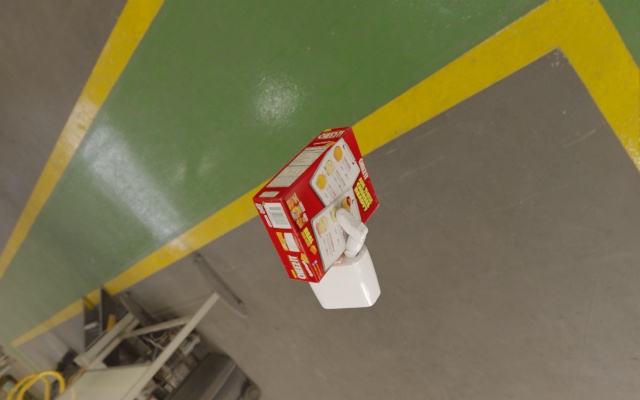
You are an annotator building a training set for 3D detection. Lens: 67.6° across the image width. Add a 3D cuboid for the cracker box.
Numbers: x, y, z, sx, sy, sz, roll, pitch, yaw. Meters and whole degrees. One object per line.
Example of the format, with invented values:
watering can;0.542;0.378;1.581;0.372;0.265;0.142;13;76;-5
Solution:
cracker box;0.000;0.003;0.785;0.072;0.164;0.213;2;36;38
